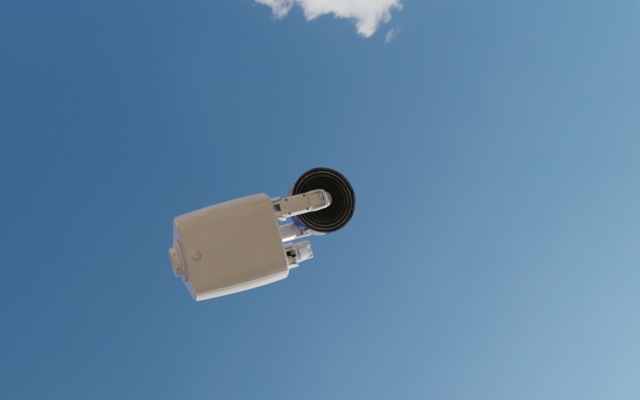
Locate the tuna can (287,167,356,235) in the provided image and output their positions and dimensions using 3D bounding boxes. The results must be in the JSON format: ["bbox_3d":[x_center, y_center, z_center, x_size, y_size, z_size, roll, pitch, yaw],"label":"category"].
[{"bbox_3d":[0.000,0.002,0.624,0.086,0.086,0.034,0,-11,-18],"label":"tuna can"}]
